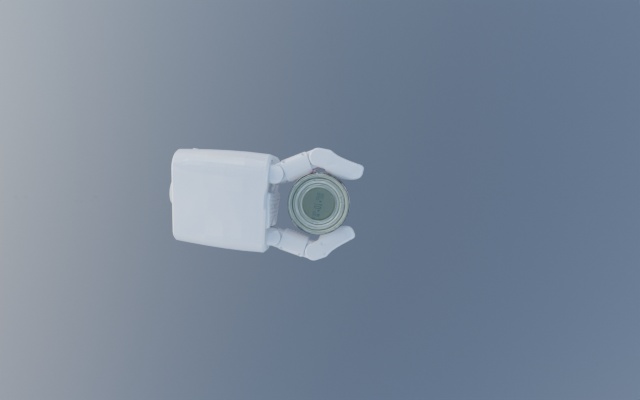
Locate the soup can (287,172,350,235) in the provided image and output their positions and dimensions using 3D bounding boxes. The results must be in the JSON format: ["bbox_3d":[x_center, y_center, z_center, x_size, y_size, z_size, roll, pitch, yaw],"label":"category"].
[{"bbox_3d":[0.001,0.002,0.549,0.068,0.068,0.102,0,2,3],"label":"soup can"}]
